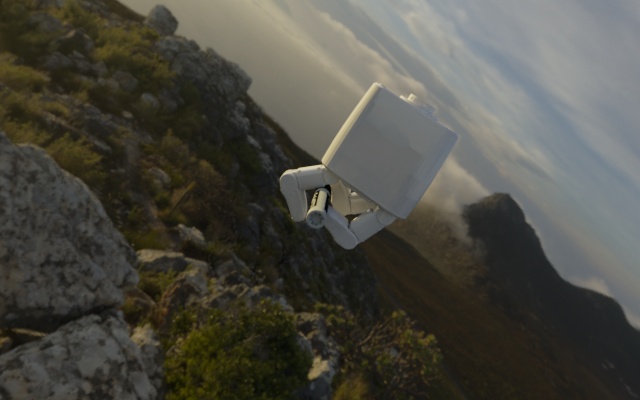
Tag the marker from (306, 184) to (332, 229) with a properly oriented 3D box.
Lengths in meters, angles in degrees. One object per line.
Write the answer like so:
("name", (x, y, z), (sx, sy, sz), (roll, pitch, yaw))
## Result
("marker", (0.000, 0.002, 0.507), (0.020, 0.020, 0.121), (0, 16, 4))
